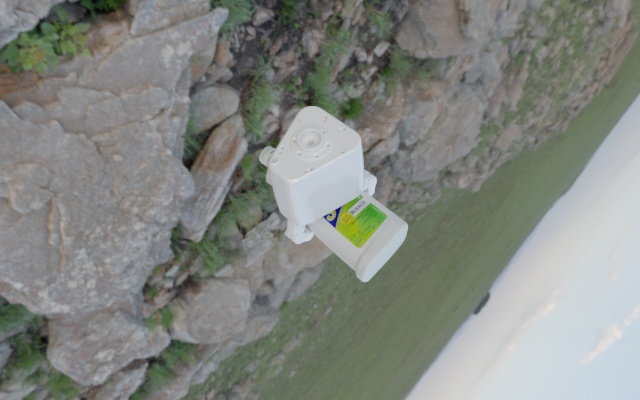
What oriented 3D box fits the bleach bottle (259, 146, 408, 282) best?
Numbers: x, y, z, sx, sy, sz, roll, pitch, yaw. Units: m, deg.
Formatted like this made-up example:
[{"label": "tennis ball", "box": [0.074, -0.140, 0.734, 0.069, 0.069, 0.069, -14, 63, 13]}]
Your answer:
[{"label": "bleach bottle", "box": [0.000, 0.002, 0.701, 0.250, 0.102, 0.068, 37, -22, 22]}]
